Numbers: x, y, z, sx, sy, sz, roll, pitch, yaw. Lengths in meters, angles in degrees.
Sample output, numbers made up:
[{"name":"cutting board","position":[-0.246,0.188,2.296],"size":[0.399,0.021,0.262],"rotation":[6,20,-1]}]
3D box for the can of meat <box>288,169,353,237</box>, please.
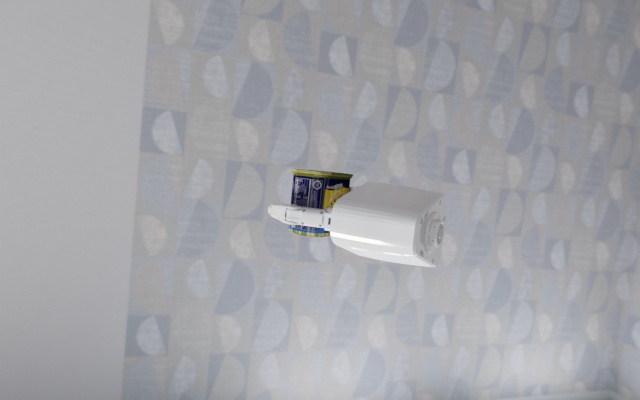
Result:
[{"name":"can of meat","position":[0.000,0.002,0.646],"size":[0.057,0.084,0.102],"rotation":[8,5,27]}]
